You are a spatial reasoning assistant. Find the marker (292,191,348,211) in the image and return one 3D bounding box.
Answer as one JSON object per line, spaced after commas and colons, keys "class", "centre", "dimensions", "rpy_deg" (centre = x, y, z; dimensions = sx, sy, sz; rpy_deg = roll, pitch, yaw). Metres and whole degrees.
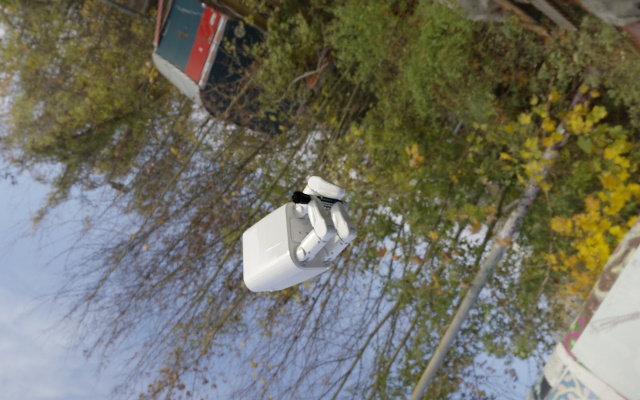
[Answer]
{"class": "marker", "centre": [0.000, 0.002, 0.709], "dimensions": [0.020, 0.020, 0.121], "rpy_deg": [0, -7, 38]}
